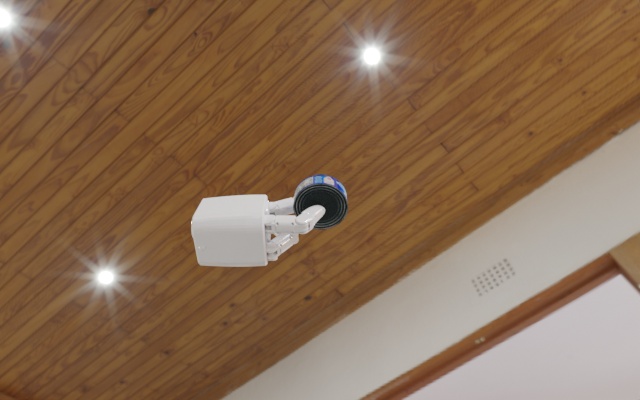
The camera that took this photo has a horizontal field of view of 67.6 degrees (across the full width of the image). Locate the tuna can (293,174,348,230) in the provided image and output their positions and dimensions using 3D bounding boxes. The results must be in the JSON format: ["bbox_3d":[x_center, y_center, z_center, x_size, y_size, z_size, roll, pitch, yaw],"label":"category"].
[{"bbox_3d":[0.000,0.002,0.756,0.086,0.086,0.033,0,33,0],"label":"tuna can"}]
